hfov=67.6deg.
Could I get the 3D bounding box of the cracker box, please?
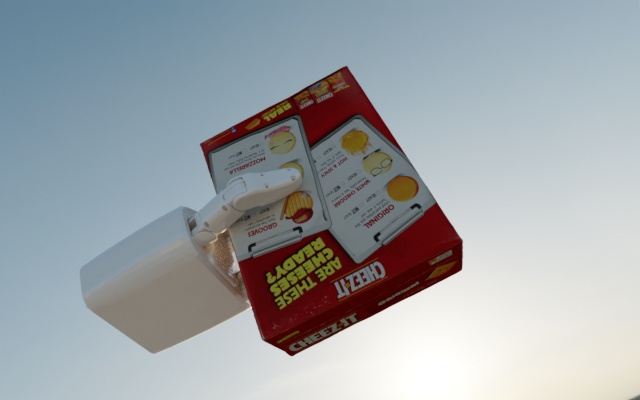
[{"bbox_3d":[0.000,0.001,0.426,0.164,0.213,0.072,-27,-33,2],"label":"cracker box"}]
